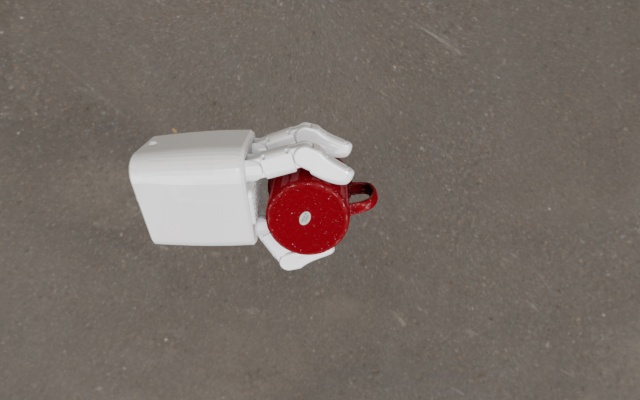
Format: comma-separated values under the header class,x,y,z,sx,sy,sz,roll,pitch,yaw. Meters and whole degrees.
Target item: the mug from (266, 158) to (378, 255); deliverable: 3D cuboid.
class,x,y,z,sx,sy,sz,roll,pitch,yaw
mug,0.002,0.002,0.487,0.117,0.093,0.081,-3,25,2
